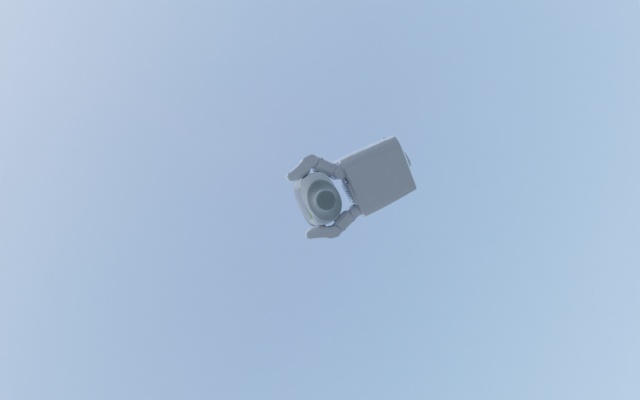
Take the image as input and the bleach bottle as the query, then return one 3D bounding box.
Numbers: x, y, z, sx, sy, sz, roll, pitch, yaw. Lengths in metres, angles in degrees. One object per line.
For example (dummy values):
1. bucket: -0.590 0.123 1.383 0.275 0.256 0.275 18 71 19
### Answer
1. bleach bottle: 0.000 0.003 0.803 0.068 0.102 0.251 -27 5 -4
